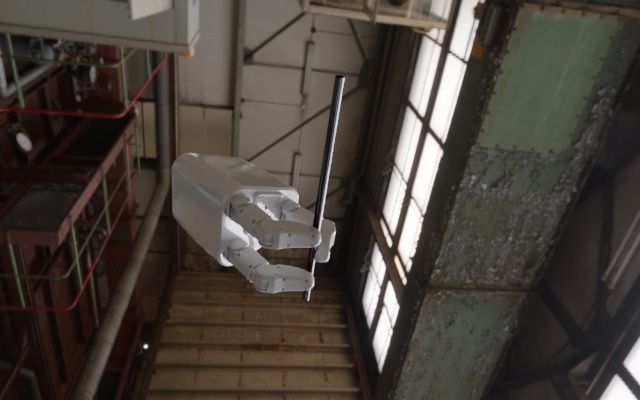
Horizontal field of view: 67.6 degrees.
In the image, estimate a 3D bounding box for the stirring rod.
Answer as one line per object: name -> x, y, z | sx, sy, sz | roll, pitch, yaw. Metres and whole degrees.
stirring rod -> 0.000, 0.001, 0.453 | 0.011, 0.240, 0.011 | 7, 29, -4
